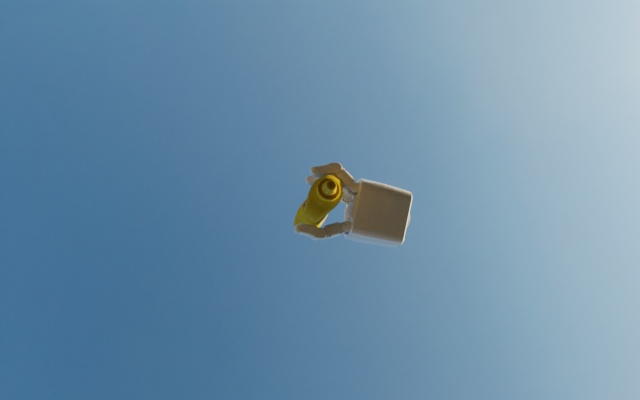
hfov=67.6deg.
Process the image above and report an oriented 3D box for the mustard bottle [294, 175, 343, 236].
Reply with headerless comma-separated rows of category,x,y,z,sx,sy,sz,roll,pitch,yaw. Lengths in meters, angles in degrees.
mustard bottle,0.000,0.003,0.898,0.058,0.096,0.192,36,-21,1
